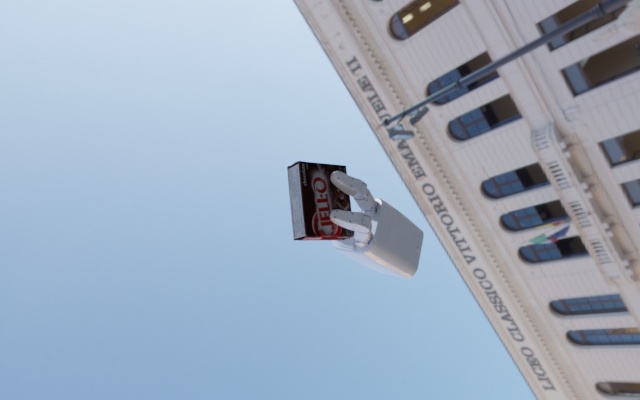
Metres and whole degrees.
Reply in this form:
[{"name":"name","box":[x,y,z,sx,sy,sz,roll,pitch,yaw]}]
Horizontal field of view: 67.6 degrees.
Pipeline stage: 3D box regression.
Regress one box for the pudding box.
[{"name":"pudding box","box":[0.000,0.002,0.704,0.090,0.113,0.039,2,-15,-39]}]
